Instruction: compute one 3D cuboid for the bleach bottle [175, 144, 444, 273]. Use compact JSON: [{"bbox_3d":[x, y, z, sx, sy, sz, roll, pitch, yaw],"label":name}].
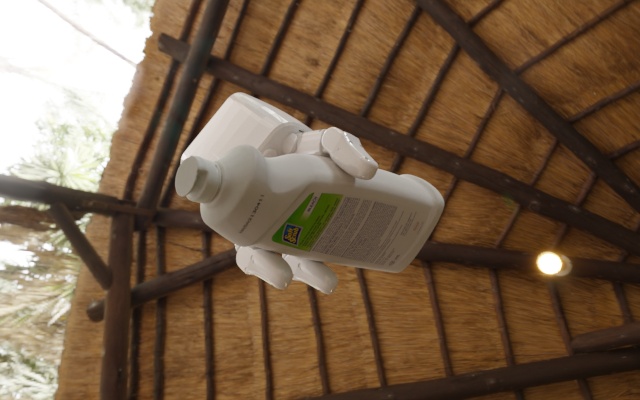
[{"bbox_3d":[0.000,0.001,0.408,0.251,0.102,0.068,16,17,-43],"label":"bleach bottle"}]
